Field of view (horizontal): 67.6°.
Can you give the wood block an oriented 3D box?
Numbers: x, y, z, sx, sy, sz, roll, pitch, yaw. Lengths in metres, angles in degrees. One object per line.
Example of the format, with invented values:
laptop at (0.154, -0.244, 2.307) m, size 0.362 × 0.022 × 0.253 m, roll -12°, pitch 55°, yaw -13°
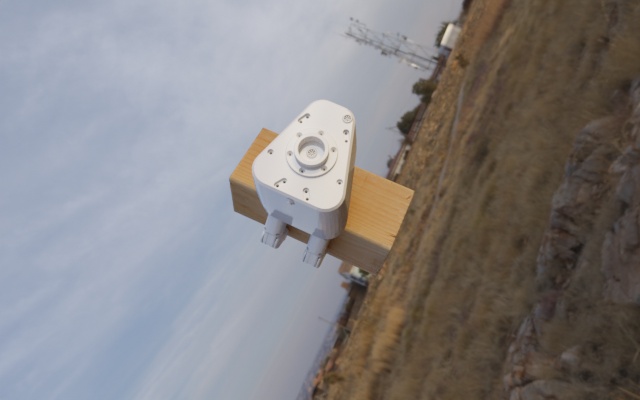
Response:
wood block at (0.000, 0.001, 0.606) m, size 0.206 × 0.090 × 0.090 m, roll 24°, pitch -28°, yaw 8°
